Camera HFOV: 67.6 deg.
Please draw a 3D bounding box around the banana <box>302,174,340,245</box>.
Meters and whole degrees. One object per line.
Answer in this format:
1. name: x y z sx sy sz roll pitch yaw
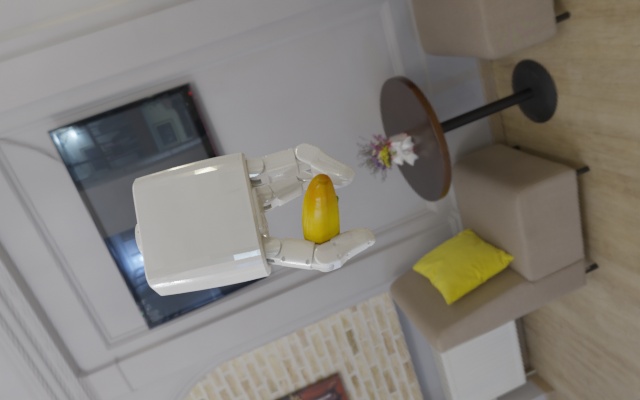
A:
1. banana: 0.001 0.020 0.480 0.037 0.069 0.198 -3 -5 2
